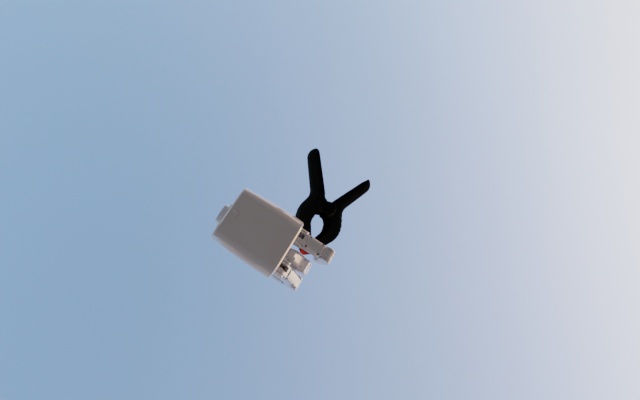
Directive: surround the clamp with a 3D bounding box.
[{"bbox_3d":[0.000,0.003,0.771,0.120,0.171,0.039,35,-24,-9],"label":"clamp"}]
